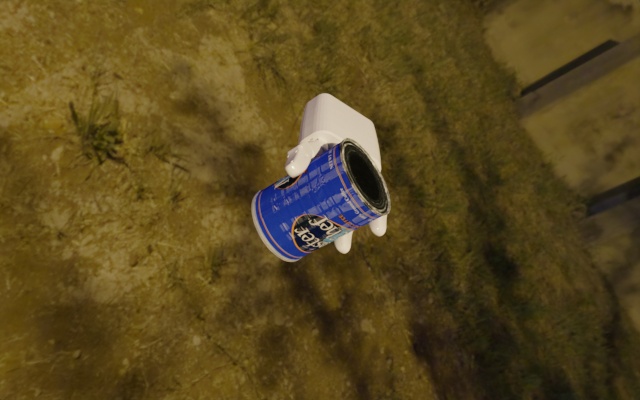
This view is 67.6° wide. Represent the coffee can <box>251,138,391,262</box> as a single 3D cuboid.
[{"bbox_3d":[0.000,0.002,0.590,0.140,0.102,0.103,-29,-14,26],"label":"coffee can"}]
